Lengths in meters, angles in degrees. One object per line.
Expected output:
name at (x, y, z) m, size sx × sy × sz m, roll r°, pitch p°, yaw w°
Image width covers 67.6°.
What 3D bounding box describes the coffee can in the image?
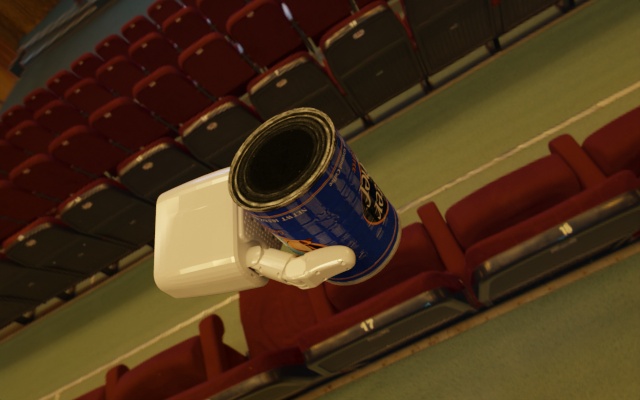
coffee can at (0.000, 0.002, 0.431) m, size 0.103 × 0.102 × 0.140 m, roll 0°, pitch -32°, yaw 35°
